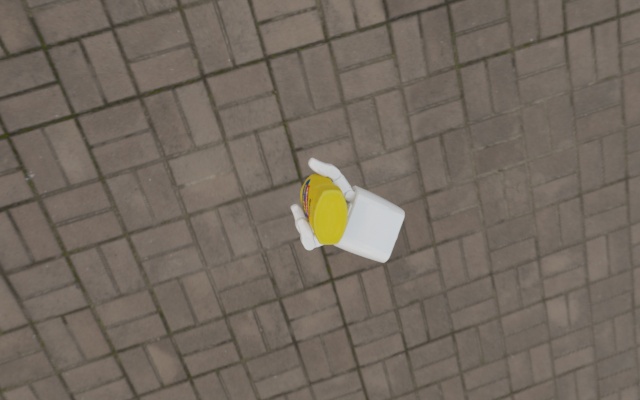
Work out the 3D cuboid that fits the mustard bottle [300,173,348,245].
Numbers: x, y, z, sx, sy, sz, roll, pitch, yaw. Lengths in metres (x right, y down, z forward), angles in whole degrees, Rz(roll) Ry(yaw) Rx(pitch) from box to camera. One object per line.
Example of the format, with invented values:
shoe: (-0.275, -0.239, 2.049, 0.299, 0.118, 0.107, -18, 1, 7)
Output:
mustard bottle: (0.000, 0.003, 0.854, 0.058, 0.096, 0.191, -2, 16, -10)
